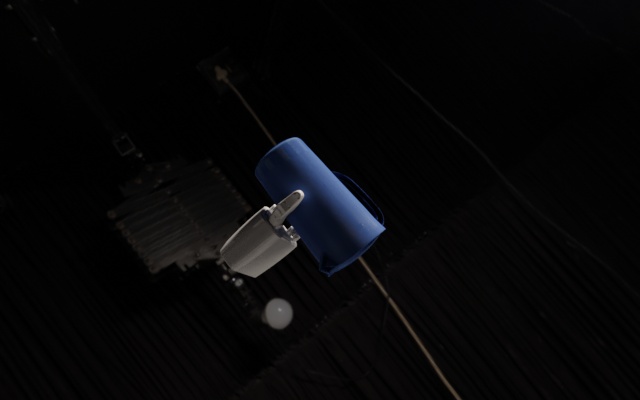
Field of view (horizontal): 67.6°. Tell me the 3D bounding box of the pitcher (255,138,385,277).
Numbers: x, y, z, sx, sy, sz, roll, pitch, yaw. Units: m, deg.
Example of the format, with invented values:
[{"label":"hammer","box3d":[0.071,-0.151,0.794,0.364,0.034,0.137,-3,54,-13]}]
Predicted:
[{"label":"pitcher","box3d":[0.000,0.003,0.874,0.145,0.243,0.149,-40,-8,6]}]
